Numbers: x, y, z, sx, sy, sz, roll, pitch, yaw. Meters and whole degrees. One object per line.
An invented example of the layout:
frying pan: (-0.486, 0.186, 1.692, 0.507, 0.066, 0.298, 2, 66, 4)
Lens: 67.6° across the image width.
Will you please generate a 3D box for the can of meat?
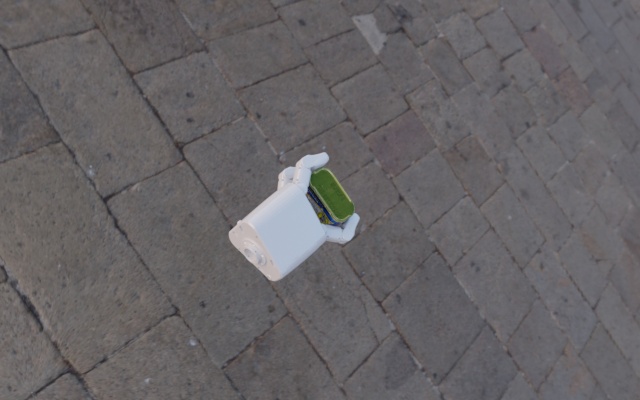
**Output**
can of meat: (0.000, 0.003, 0.810, 0.057, 0.102, 0.084, -36, 2, -35)
